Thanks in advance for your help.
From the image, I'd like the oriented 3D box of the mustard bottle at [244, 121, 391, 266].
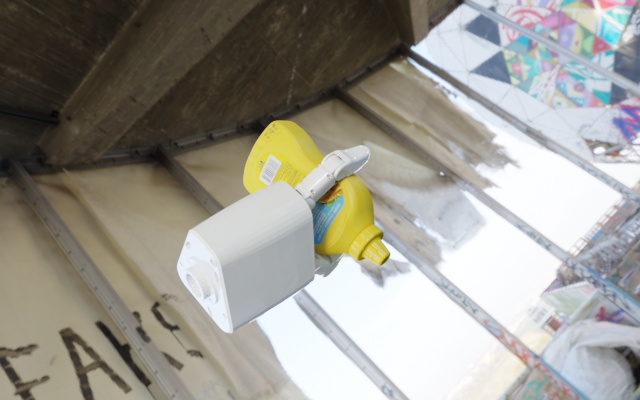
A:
[{"bbox_3d":[0.000,0.001,0.520,0.191,0.096,0.058,42,27,24],"label":"mustard bottle"}]
